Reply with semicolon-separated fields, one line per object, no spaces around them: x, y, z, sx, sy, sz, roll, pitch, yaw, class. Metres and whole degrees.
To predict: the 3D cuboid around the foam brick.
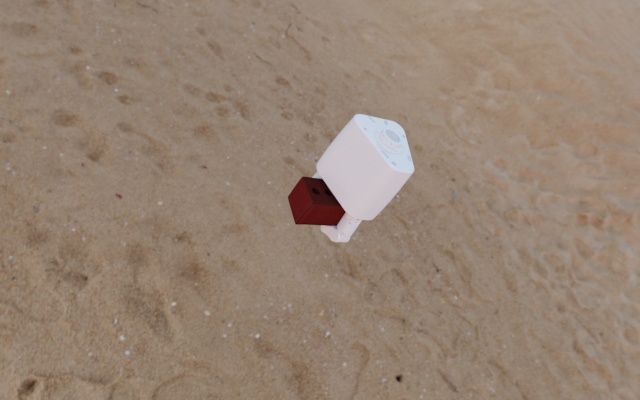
0.000;0.002;0.709;0.078;0.053;0.051;4;-40;-34;foam brick
